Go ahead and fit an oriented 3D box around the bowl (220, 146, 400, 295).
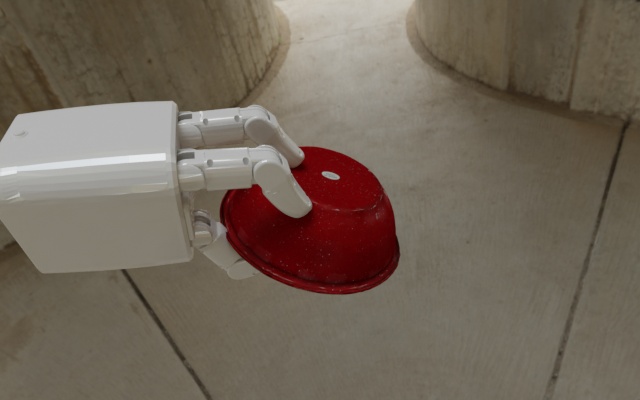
[{"bbox_3d":[0.001,0.001,0.403,0.162,0.055,0.162,14,33,-9],"label":"bowl"}]
